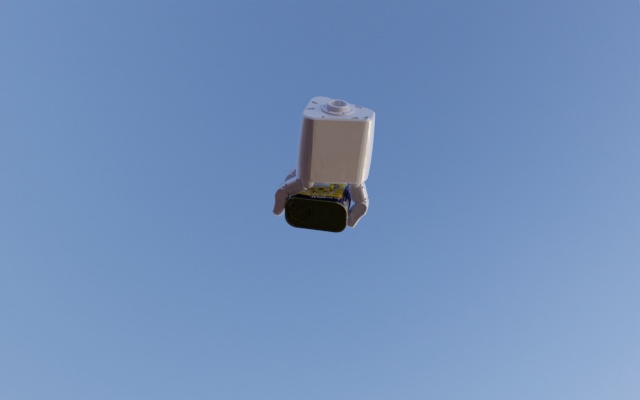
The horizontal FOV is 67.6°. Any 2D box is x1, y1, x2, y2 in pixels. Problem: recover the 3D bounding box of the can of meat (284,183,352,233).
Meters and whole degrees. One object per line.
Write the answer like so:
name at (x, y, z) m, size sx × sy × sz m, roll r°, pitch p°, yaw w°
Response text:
can of meat at (0.000, 0.002, 0.792) m, size 0.102 × 0.057 × 0.084 m, roll 6°, pitch 33°, yaw 10°
